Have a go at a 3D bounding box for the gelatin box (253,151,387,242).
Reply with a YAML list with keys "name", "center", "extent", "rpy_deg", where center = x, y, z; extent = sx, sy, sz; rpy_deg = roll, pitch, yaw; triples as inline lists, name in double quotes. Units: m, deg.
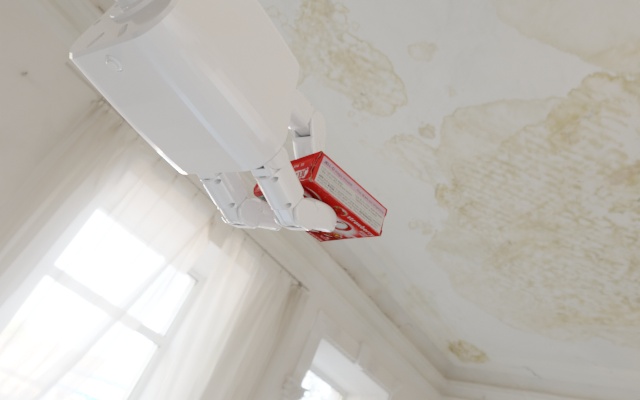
- name: "gelatin box"
  center: [0.000, 0.001, 0.401]
  extent: [0.073, 0.030, 0.089]
  rpy_deg: [-11, -39, 46]
